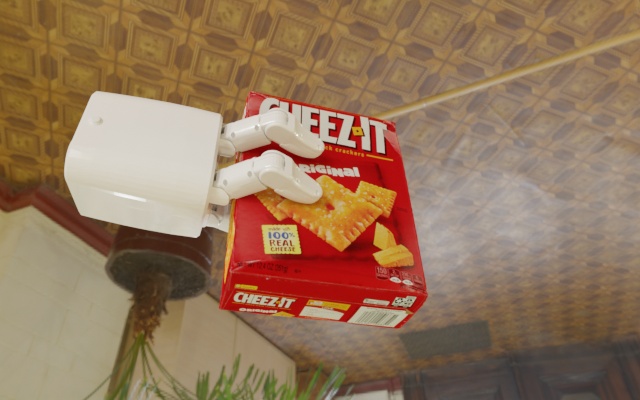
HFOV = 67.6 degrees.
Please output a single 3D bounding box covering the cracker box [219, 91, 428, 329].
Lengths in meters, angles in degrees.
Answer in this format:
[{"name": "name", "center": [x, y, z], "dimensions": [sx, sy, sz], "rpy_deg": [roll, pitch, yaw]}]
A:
[{"name": "cracker box", "center": [0.000, 0.002, 0.448], "dimensions": [0.164, 0.213, 0.072], "rpy_deg": [10, -40, -14]}]
